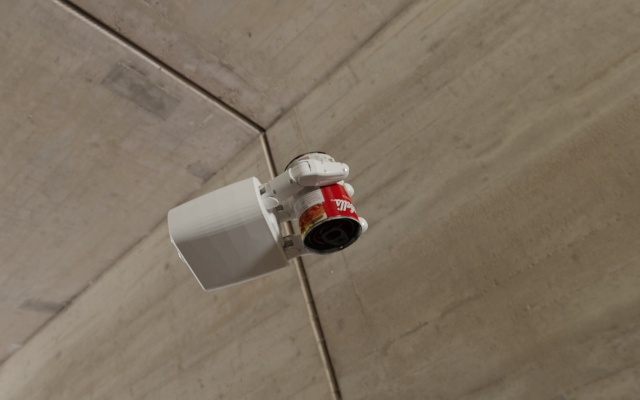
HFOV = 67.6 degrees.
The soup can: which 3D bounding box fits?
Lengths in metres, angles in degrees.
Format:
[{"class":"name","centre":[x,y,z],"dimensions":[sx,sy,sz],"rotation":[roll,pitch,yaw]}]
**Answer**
[{"class":"soup can","centre":[0.000,0.001,0.552],"dimensions":[0.068,0.102,0.069],"rotation":[-12,-37,-9]}]
